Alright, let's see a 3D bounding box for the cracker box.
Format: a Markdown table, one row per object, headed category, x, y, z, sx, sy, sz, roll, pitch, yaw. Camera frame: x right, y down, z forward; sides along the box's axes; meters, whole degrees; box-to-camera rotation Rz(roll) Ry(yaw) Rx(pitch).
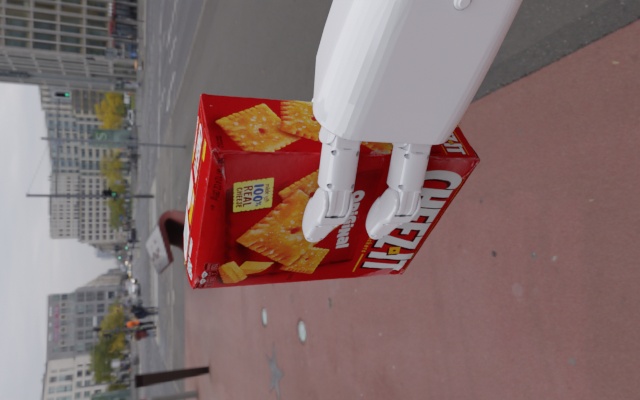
| category | x | y | z | sx | sy | sz | roll | pitch | yaw |
| --- | --- | --- | --- | --- | --- | --- | --- | --- | --- |
| cracker box | 0.000 | 0.001 | 0.406 | 0.214 | 0.072 | 0.164 | 0 | -42 | -22 |
